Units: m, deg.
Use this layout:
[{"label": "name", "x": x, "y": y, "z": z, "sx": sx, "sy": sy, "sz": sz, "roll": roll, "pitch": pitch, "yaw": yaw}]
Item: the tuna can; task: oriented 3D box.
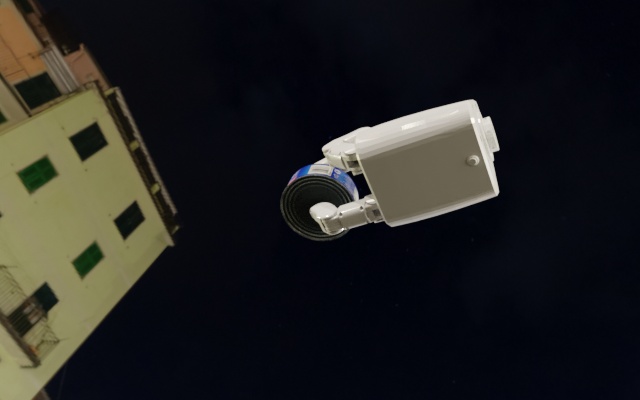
[{"label": "tuna can", "x": 0.000, "y": 0.002, "z": 0.545, "sx": 0.086, "sy": 0.086, "sz": 0.033, "roll": 0, "pitch": 30, "yaw": 12}]
